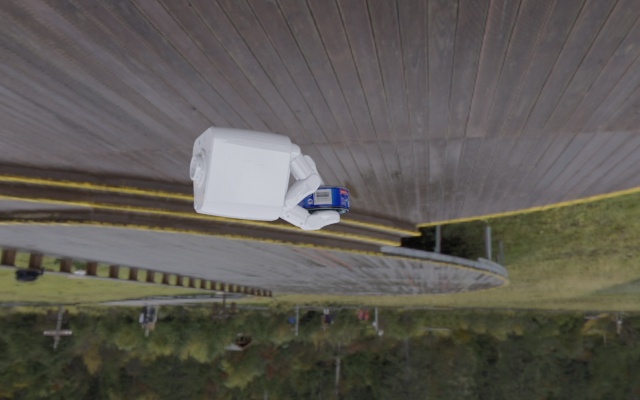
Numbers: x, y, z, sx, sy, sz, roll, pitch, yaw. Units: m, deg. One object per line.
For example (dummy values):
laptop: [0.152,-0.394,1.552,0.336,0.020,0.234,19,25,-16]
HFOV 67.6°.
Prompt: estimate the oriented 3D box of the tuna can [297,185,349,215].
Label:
tuna can: [0.000,0.003,0.714,0.086,0.033,0.086,-3,-10,-1]
